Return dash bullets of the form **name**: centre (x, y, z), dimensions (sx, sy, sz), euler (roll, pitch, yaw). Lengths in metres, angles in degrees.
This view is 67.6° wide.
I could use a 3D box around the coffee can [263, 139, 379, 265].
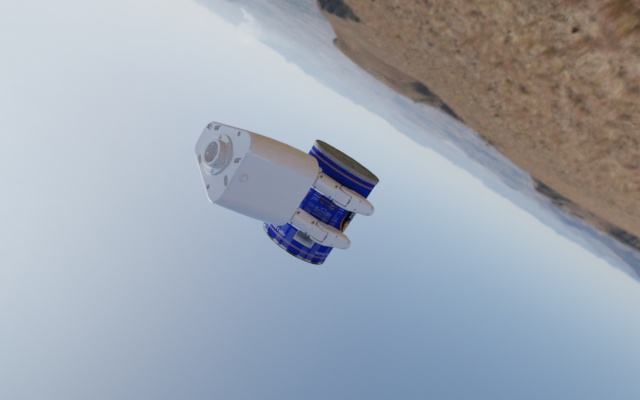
- **coffee can**: centre (0.000, 0.002, 0.658), dimensions (0.103, 0.140, 0.102), euler (31, 12, -8)
